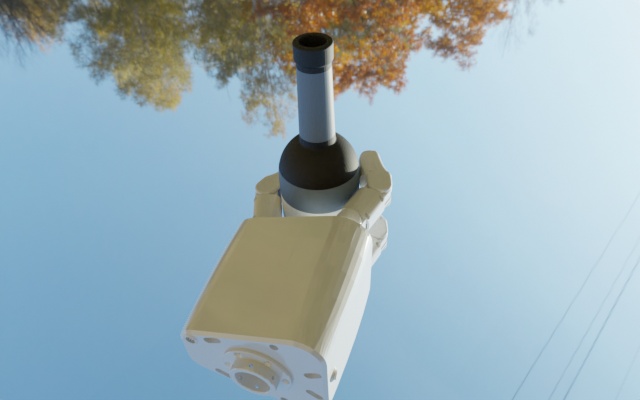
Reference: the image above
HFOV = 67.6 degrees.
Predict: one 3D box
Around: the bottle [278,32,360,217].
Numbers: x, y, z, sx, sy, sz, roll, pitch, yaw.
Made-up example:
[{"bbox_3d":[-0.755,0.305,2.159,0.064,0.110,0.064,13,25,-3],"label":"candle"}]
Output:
[{"bbox_3d":[0.000,0.001,0.416,0.069,0.296,0.069,-1,44,1],"label":"bottle"}]
